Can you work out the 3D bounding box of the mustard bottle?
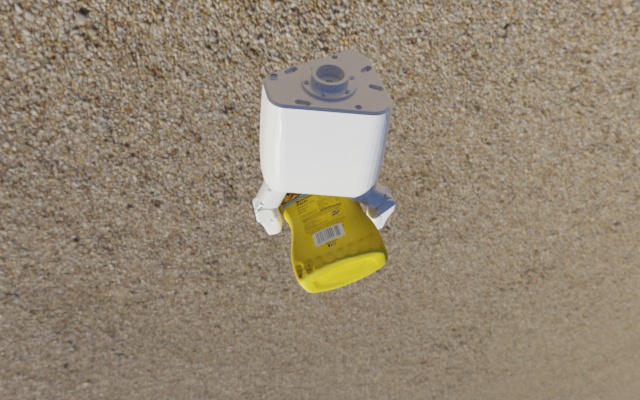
[{"bbox_3d":[0.000,0.002,0.539,0.096,0.191,0.058,-24,-37,7],"label":"mustard bottle"}]
